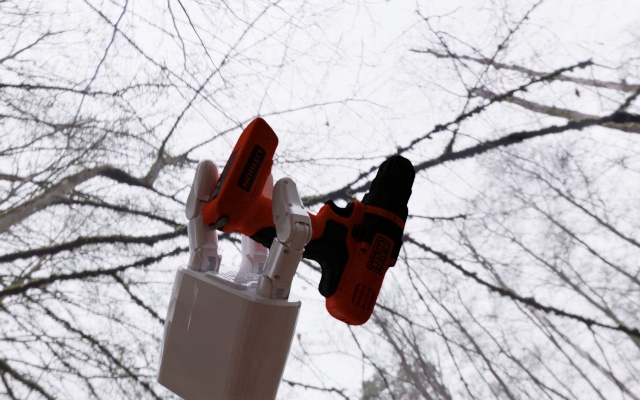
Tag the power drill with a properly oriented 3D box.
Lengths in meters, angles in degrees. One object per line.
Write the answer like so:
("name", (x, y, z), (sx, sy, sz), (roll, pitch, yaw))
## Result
("power drill", (0.000, 0.002, 0.454), (0.188, 0.184, 0.057), (30, -24, -18))
